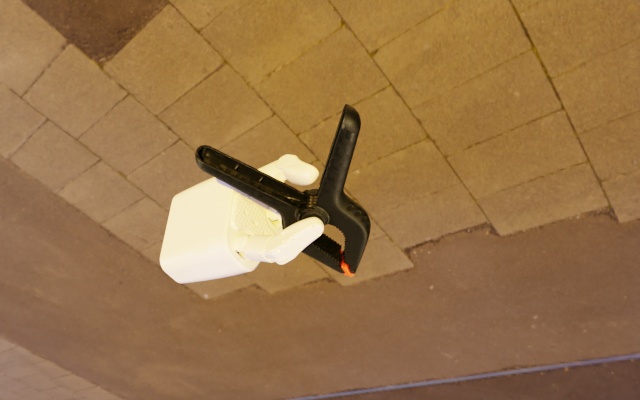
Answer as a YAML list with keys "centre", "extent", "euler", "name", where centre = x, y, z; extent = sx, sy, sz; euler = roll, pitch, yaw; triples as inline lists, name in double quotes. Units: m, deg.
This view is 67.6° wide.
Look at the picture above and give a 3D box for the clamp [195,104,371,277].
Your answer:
- centre: [0.000, 0.003, 0.472]
  extent: [0.164, 0.036, 0.210]
  euler: [-17, -51, 29]
  name: "clamp"
